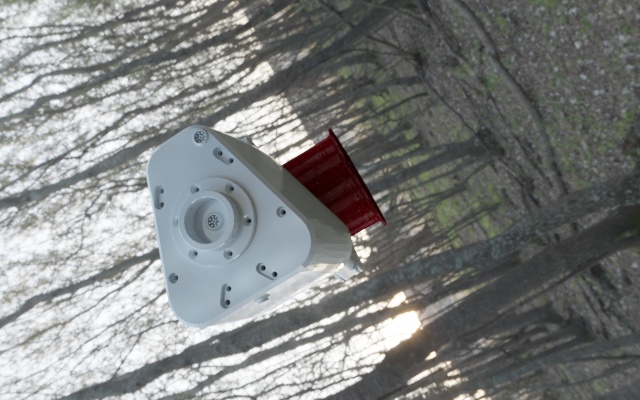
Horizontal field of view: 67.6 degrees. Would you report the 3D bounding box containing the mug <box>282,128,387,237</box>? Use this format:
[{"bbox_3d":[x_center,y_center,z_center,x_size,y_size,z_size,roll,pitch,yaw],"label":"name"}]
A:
[{"bbox_3d":[0.000,0.002,0.416,0.081,0.093,0.117,-31,-13,7],"label":"mug"}]
